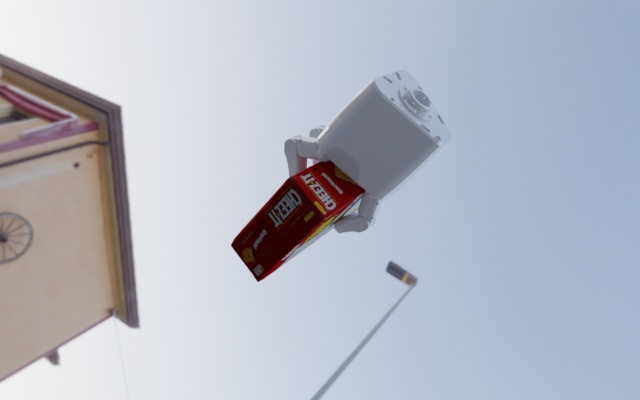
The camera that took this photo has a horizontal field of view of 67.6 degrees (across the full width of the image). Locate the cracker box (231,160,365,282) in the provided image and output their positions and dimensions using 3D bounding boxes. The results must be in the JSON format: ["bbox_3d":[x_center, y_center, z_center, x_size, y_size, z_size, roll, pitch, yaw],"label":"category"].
[{"bbox_3d":[0.000,0.002,0.651,0.213,0.072,0.164,-31,-11,-49],"label":"cracker box"}]
